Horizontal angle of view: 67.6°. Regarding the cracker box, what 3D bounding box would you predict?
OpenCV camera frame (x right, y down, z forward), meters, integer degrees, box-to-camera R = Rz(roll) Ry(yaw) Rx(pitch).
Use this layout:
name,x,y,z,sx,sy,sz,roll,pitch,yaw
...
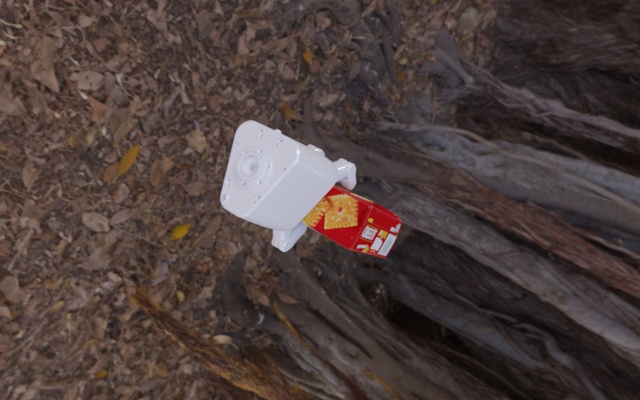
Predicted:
name,x,y,z,sx,sy,sz,roll,pitch,yaw
cracker box,0.000,0.003,0.707,0.213,0.072,0.164,29,3,26
